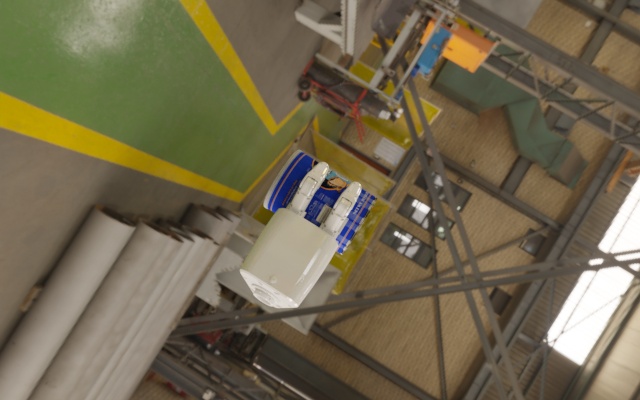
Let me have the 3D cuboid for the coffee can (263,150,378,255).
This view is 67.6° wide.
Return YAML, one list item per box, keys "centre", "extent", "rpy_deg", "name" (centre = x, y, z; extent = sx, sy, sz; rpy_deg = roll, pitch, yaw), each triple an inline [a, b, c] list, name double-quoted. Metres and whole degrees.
- centre: [0.000, 0.002, 0.722]
  extent: [0.140, 0.103, 0.103]
  rpy_deg: [31, 2, 4]
  name: "coffee can"
